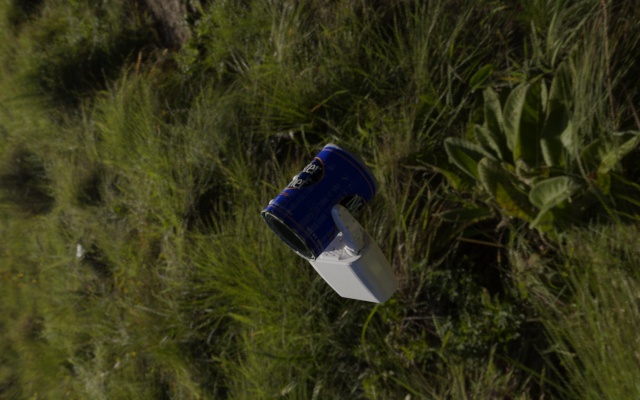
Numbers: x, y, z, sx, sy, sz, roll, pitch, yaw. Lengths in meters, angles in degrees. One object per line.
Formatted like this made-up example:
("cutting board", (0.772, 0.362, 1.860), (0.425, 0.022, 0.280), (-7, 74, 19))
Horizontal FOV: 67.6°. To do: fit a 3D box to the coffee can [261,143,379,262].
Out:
("coffee can", (0.000, 0.002, 0.684), (0.140, 0.103, 0.103), (-47, 17, -17))
